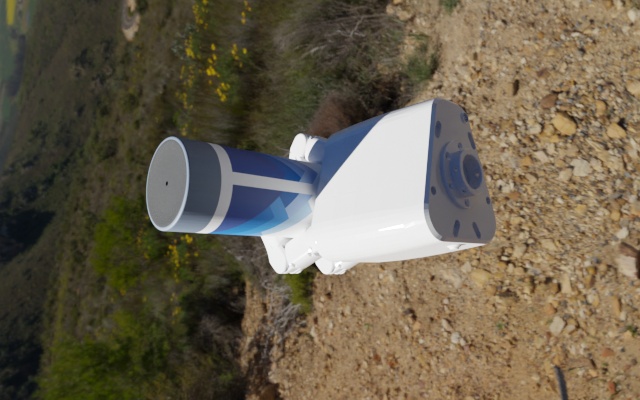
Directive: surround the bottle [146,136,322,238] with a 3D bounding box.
[{"bbox_3d":[0.000,0.001,0.431,0.296,0.069,0.069,7,-5,-43],"label":"bottle"}]
